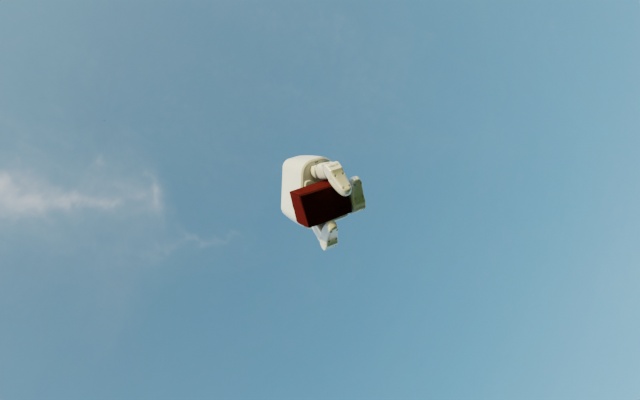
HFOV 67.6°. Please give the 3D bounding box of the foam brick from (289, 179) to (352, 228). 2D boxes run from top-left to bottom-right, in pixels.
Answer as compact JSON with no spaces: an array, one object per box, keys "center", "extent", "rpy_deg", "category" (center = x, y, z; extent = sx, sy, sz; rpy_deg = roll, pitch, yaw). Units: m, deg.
[{"center":[0.000,0.002,0.728],"extent":[0.078,0.053,0.051],"rpy_deg":[-18,15,-21],"category":"foam brick"}]
